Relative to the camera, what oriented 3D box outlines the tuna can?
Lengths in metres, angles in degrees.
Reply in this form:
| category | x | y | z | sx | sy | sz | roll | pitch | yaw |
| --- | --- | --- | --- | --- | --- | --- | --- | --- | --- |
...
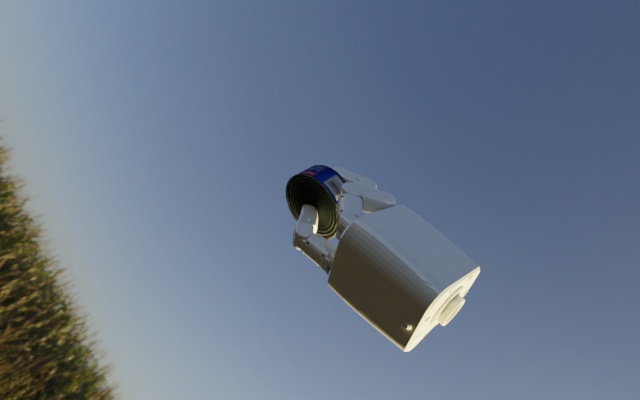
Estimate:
| category | x | y | z | sx | sy | sz | roll | pitch | yaw |
| --- | --- | --- | --- | --- | --- | --- | --- | --- | --- |
| tuna can | 0.000 | 0.002 | 0.566 | 0.033 | 0.086 | 0.086 | -32 | 21 | -36 |
